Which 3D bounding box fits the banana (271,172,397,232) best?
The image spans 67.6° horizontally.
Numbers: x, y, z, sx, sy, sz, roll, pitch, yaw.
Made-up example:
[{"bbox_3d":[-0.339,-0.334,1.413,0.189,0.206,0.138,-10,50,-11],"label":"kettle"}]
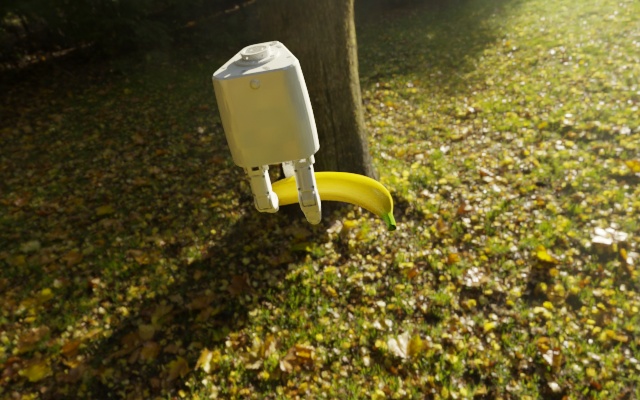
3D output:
[{"bbox_3d":[0.011,-0.009,0.620,0.198,0.037,0.069,9,42,24],"label":"banana"}]
